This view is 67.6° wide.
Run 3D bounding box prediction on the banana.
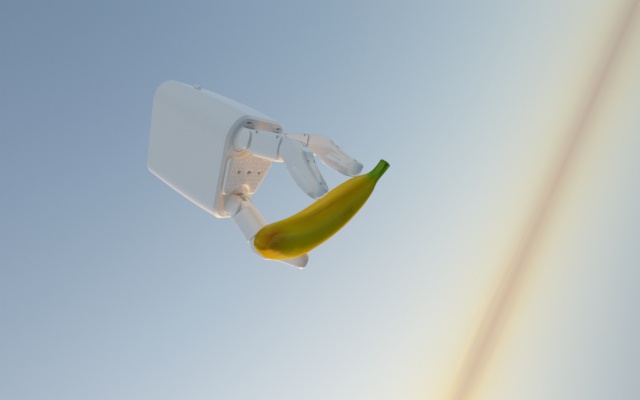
[{"bbox_3d":[-0.003,0.014,0.456,0.037,0.070,0.197,34,40,19],"label":"banana"}]
